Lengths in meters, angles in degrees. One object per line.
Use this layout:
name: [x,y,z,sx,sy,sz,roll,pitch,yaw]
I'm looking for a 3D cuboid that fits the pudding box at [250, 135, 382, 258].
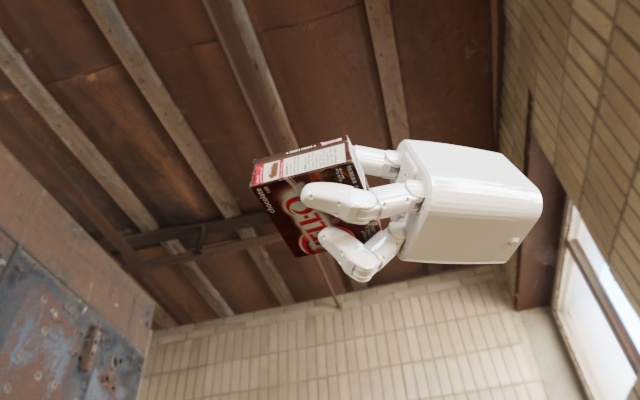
pudding box: [0.000,0.001,0.433,0.090,0.039,0.114,-14,-45,12]
